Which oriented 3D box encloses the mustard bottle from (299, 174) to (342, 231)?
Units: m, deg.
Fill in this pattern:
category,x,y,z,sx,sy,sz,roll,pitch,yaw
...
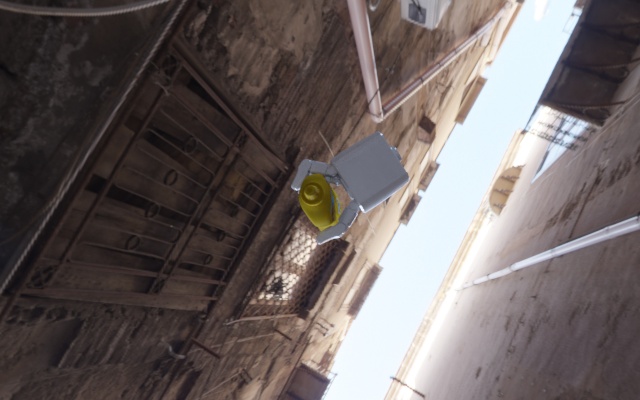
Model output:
category,x,y,z,sx,sy,sz,roll,pitch,yaw
mustard bottle,0.000,0.003,0.879,0.058,0.096,0.192,-10,-13,8
